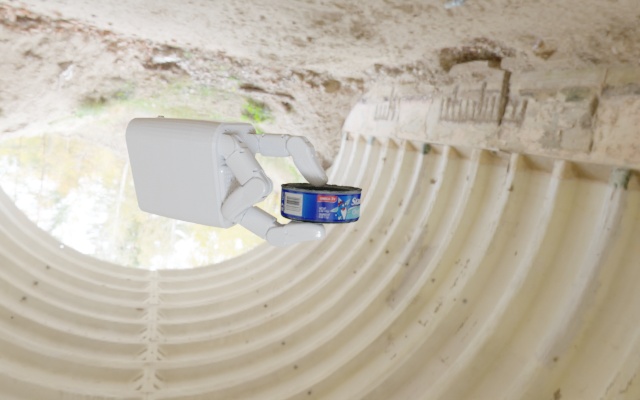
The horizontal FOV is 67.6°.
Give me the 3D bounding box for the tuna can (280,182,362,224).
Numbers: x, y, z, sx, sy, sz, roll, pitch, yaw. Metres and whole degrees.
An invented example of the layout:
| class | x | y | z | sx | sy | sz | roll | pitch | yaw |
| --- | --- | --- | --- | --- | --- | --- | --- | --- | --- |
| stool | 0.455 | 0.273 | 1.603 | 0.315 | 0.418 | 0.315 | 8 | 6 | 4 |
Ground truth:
| class | x | y | z | sx | sy | sz | roll | pitch | yaw |
| --- | --- | --- | --- | --- | --- | --- | --- | --- | --- |
| tuna can | 0.000 | 0.002 | 0.502 | 0.086 | 0.034 | 0.086 | 3 | 7 | 0 |
